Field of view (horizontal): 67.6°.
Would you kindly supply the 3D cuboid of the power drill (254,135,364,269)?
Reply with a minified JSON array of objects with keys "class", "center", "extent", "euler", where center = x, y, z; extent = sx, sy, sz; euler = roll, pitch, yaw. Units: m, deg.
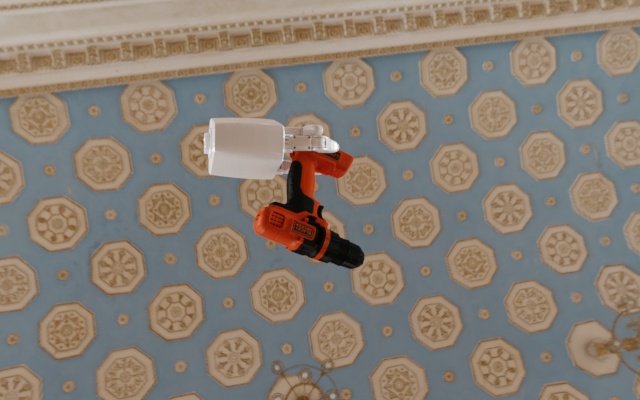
[{"class":"power drill","center":[0.000,0.002,0.757],"extent":[0.184,0.187,0.057],"euler":[24,-32,-20]}]
